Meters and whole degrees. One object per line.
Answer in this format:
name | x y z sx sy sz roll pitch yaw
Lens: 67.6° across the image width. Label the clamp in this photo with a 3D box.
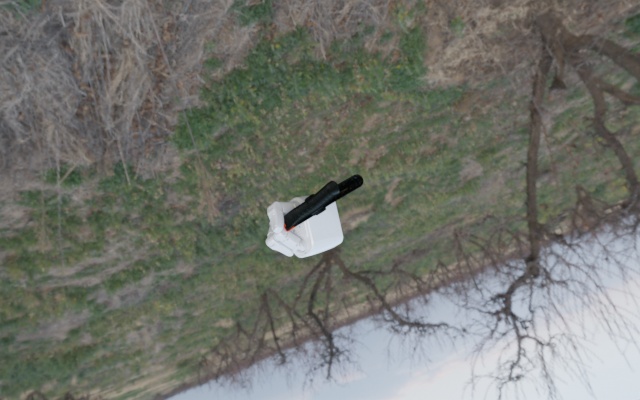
clamp | 0.000 0.003 0.869 0.171 0.039 0.120 -32 -12 37
